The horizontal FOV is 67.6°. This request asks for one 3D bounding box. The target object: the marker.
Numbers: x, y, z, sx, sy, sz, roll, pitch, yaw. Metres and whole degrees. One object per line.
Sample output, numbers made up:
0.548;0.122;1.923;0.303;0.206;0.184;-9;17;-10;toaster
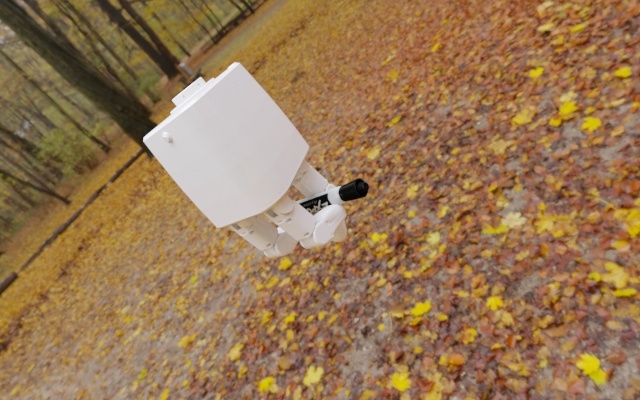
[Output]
0.000;0.002;0.480;0.020;0.020;0.121;0;-14;-45;marker
